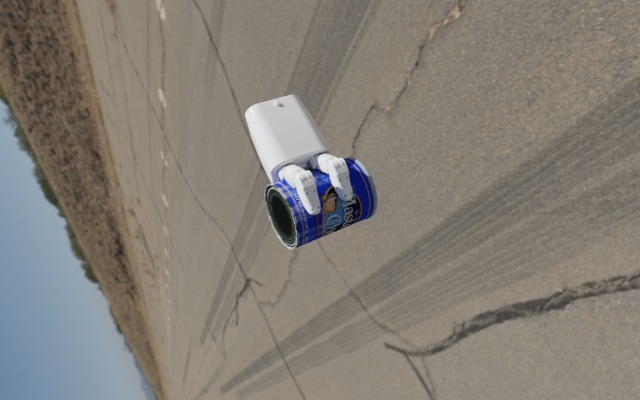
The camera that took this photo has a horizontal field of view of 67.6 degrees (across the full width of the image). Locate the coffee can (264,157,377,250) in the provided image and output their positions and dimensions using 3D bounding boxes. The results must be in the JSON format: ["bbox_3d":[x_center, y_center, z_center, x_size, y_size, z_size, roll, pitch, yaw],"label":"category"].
[{"bbox_3d":[0.000,0.003,0.726,0.140,0.103,0.103,-21,9,-25],"label":"coffee can"}]
